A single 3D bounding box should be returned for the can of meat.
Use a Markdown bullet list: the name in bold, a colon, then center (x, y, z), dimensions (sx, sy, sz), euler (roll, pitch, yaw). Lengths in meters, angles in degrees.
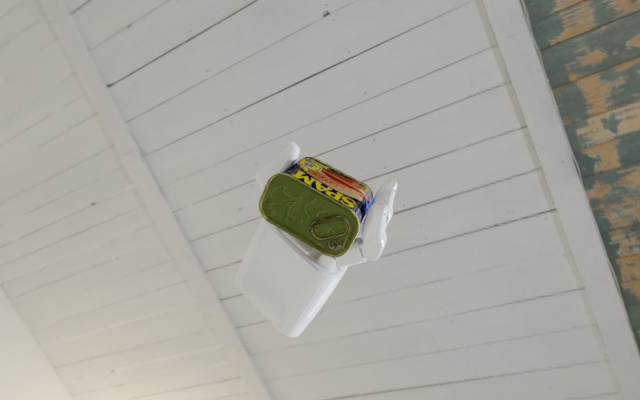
- **can of meat**: center (0.000, 0.001, 0.502), dimensions (0.102, 0.057, 0.084), euler (29, 26, 7)
